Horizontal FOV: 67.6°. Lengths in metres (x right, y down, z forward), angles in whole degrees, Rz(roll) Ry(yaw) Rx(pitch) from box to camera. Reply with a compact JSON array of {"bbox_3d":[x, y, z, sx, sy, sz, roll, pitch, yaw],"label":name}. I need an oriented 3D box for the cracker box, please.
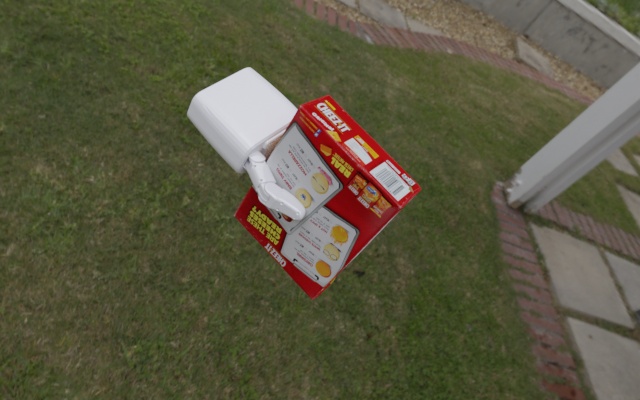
[{"bbox_3d":[0.000,0.002,0.611,0.072,0.164,0.214,-33,-15,-47],"label":"cracker box"}]
